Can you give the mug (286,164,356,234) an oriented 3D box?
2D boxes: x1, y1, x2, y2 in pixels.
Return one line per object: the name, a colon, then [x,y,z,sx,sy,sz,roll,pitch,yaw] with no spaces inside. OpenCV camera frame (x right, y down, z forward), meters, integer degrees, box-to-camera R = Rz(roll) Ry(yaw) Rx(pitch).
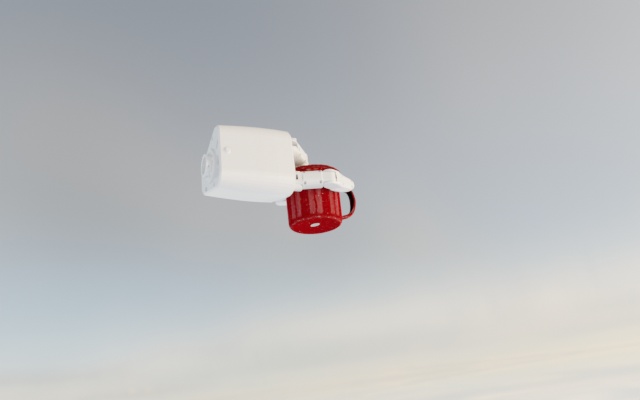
mug: [0.001,0.003,0.731,0.117,0.081,0.093,4,-24,-24]
